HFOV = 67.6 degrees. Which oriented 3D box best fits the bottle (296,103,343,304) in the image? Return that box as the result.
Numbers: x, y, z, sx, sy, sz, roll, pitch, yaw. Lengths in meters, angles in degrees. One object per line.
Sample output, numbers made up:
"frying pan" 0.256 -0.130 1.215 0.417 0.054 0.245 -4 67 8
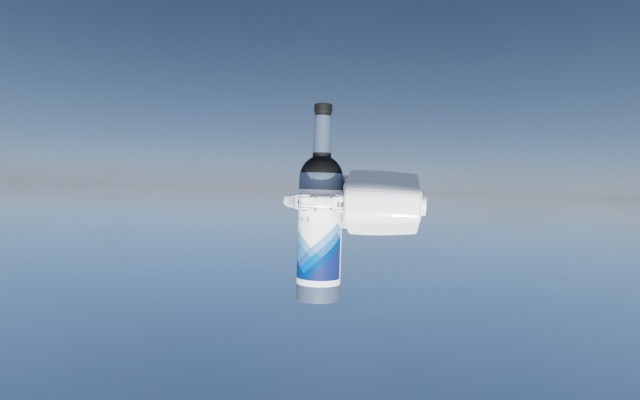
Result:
"bottle" 0.000 0.003 0.721 0.069 0.295 0.069 2 1 0
